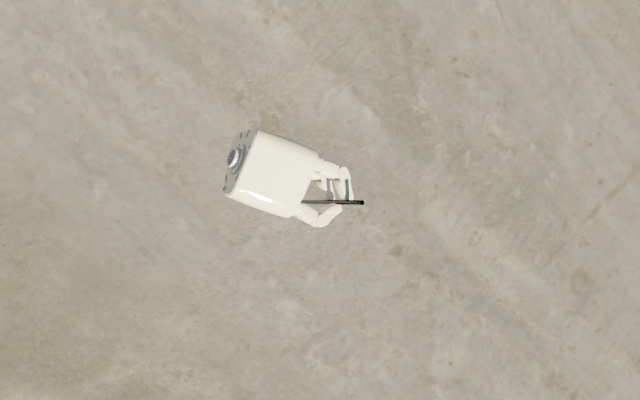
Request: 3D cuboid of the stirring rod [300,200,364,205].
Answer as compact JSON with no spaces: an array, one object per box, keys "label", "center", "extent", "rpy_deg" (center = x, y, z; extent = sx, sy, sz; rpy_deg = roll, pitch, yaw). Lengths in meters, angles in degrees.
[{"label":"stirring rod","center":[0.000,0.003,0.824],"extent":[0.011,0.011,0.239],"rpy_deg":[0,0,-32]}]
